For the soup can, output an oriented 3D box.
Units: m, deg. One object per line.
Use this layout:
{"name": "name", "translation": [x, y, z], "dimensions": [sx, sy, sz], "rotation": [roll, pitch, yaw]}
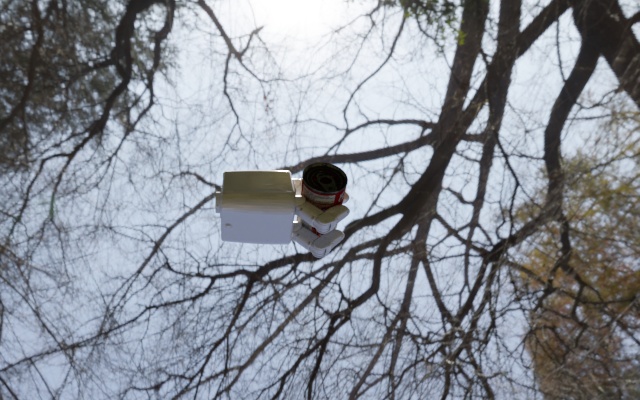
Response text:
{"name": "soup can", "translation": [0.001, 0.003, 0.732], "dimensions": [0.068, 0.102, 0.068], "rotation": [6, 43, -5]}
